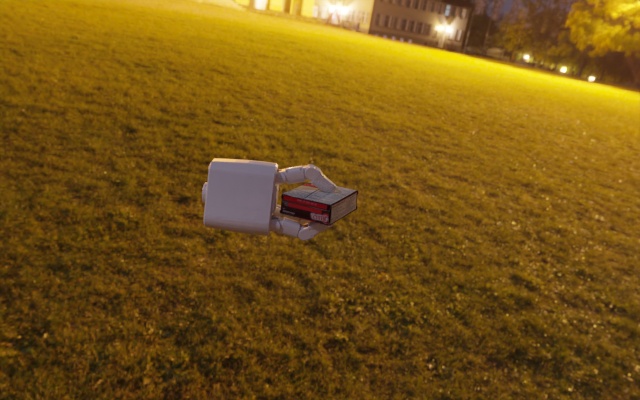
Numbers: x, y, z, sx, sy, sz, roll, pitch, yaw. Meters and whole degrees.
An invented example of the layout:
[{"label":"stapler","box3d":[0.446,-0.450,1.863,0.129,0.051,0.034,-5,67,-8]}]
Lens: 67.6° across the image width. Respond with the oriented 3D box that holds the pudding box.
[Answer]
[{"label":"pudding box","box3d":[0.000,0.002,0.781,0.090,0.039,0.113,14,21,24]}]
